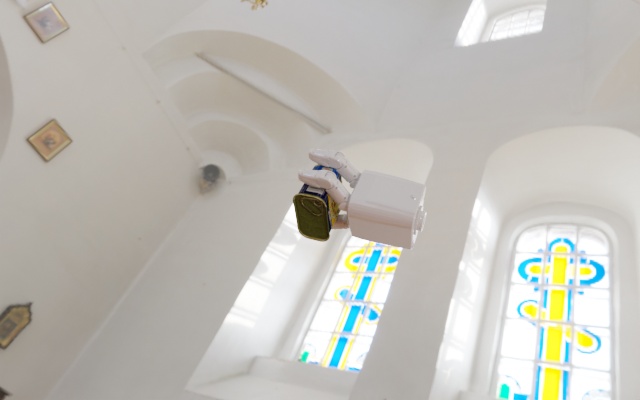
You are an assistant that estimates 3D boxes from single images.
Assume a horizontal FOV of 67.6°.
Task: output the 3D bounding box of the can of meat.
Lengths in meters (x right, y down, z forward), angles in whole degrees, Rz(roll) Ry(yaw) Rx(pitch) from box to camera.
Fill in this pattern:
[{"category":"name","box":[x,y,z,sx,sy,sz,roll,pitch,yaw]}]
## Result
[{"category":"can of meat","box":[0.000,0.002,0.794,0.057,0.102,0.084,11,46,19]}]
